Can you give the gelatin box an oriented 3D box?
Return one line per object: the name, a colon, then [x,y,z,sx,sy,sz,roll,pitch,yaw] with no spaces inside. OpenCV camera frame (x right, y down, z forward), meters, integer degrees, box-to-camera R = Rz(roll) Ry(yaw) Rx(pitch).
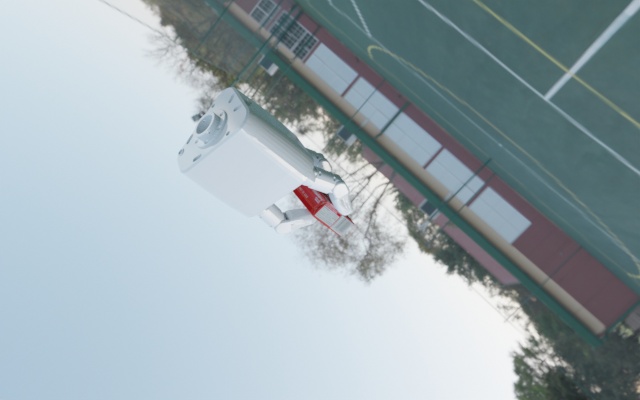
gelatin box: [0.000,0.003,0.646,0.073,0.030,0.089,51,7,35]
